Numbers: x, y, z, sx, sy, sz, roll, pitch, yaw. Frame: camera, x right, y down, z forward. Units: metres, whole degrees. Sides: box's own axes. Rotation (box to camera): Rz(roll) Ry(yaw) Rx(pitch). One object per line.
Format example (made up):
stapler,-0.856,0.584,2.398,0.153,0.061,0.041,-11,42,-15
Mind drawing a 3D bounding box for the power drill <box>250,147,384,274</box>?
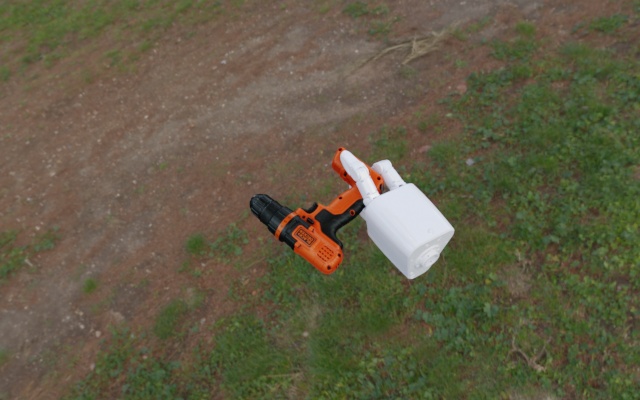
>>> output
power drill,0.001,0.002,0.794,0.184,0.187,0.057,38,-14,14
